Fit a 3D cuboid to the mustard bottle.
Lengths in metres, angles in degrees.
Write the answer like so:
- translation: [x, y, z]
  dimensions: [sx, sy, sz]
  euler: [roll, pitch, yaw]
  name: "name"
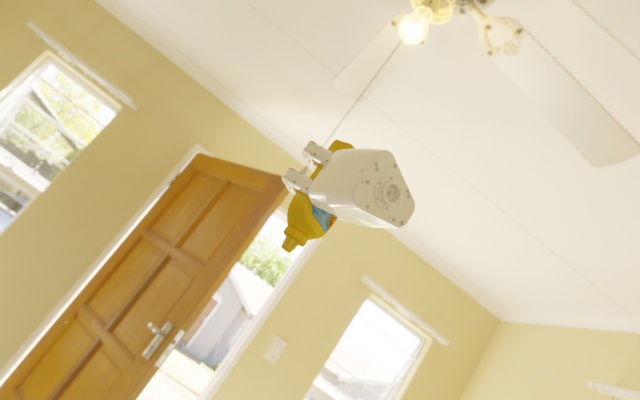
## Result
- translation: [0.000, 0.002, 0.761]
  dimensions: [0.058, 0.191, 0.096]
  euler: [23, -22, 34]
  name: "mustard bottle"
